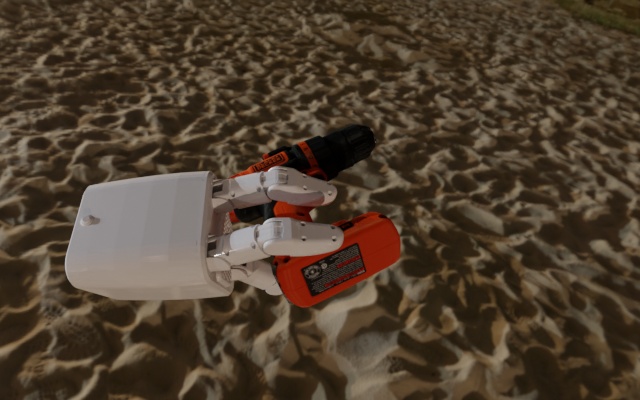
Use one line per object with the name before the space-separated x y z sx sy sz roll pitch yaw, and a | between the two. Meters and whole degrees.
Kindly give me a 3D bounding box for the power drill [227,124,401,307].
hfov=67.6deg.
power drill | 0.000 0.002 0.457 0.184 0.057 0.187 -27 36 -7
